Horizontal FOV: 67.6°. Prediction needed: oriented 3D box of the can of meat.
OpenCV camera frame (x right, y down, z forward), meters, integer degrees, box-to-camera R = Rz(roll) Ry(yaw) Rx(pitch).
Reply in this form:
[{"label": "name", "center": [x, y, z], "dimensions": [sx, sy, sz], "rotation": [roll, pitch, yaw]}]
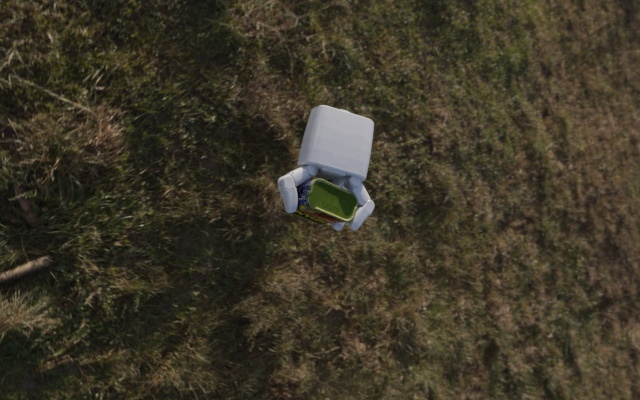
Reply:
[{"label": "can of meat", "center": [0.000, 0.003, 0.808], "dimensions": [0.102, 0.057, 0.084], "rotation": [23, -15, -29]}]
